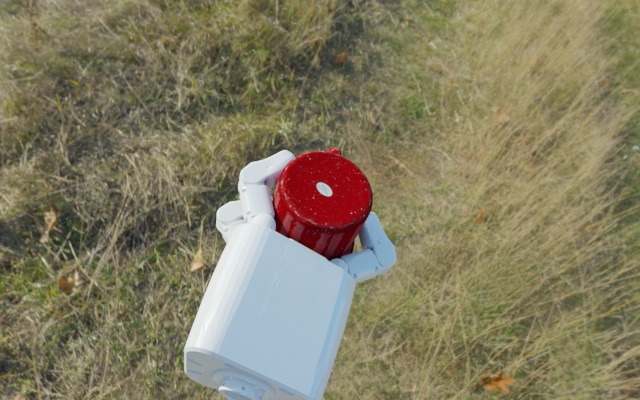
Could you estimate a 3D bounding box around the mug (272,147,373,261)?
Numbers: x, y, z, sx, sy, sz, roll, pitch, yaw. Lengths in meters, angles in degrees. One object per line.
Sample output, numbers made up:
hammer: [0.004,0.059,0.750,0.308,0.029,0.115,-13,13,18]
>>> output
mug: [0.001,0.000,0.432,0.093,0.117,0.081,20,-36,-2]
